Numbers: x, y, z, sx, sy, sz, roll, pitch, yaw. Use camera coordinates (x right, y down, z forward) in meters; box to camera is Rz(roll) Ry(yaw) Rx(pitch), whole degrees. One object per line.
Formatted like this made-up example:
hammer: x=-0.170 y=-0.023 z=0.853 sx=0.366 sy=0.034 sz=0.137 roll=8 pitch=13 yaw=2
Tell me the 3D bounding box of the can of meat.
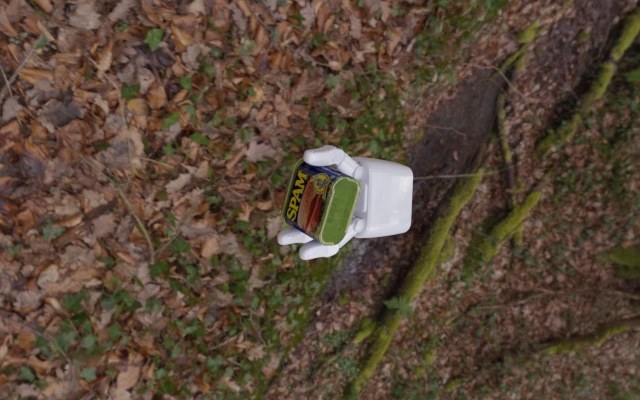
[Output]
can of meat: x=0.000 y=0.002 z=0.651 sx=0.057 sy=0.102 sz=0.084 roll=5 pitch=16 yaw=-44
